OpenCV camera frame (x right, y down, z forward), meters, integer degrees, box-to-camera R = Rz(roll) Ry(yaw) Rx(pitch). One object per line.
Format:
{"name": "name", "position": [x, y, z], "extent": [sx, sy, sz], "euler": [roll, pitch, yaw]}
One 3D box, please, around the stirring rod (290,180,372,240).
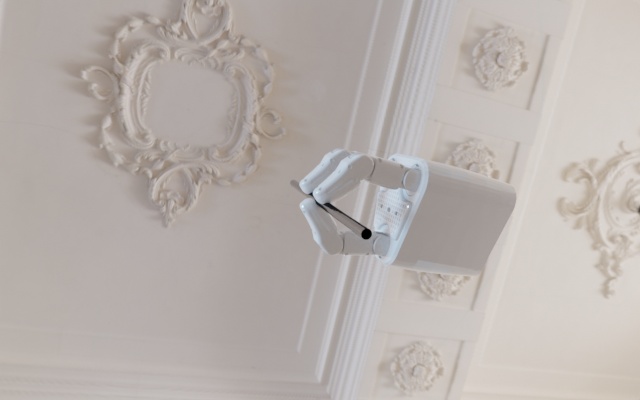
{"name": "stirring rod", "position": [0.000, 0.002, 0.442], "extent": [0.011, 0.011, 0.239], "euler": [0, 10, -16]}
